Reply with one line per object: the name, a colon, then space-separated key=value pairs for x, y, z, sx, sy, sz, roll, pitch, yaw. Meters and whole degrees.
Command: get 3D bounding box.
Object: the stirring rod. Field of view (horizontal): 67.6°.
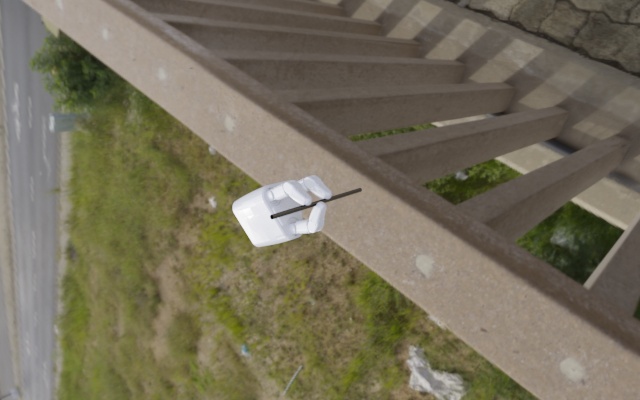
stirring rod: x=0.000 y=0.003 z=0.852 sx=0.011 sy=0.011 sz=0.239 roll=0 pitch=11 yaw=42
